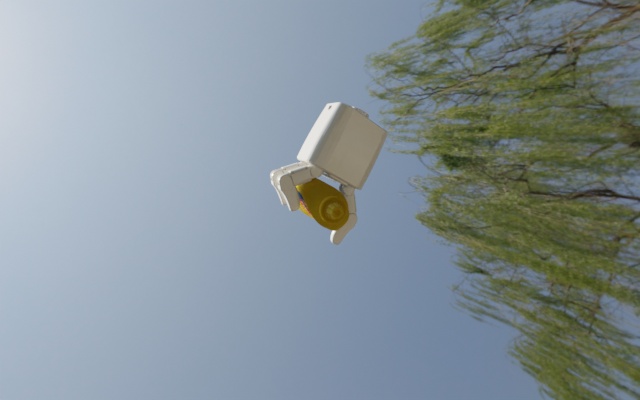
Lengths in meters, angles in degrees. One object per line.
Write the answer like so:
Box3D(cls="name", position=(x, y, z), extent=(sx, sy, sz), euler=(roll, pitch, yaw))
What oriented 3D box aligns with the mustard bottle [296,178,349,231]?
Box3D(cls="mustard bottle", position=(0.000, 0.003, 0.772), extent=(0.058, 0.096, 0.191), euler=(-39, 17, -7))
